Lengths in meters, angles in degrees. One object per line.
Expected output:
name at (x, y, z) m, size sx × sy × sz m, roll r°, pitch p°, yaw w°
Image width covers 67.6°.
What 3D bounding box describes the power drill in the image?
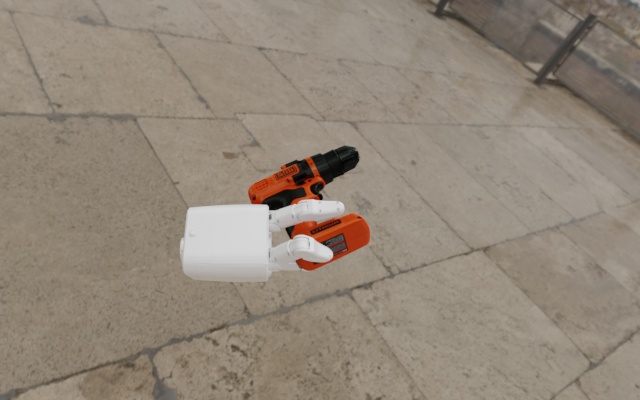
power drill at (0.000, 0.003, 0.691) m, size 0.184 × 0.057 × 0.187 m, roll -26°, pitch 40°, yaw -5°
